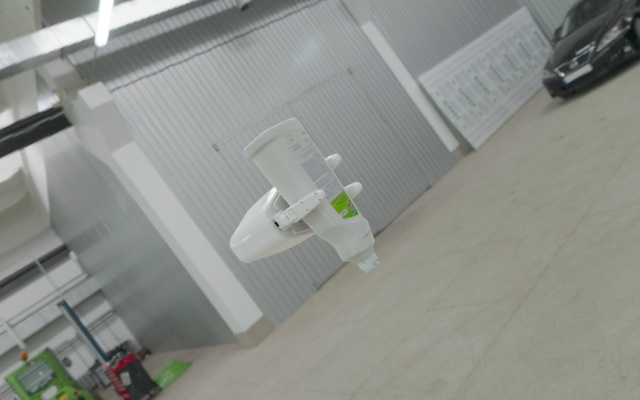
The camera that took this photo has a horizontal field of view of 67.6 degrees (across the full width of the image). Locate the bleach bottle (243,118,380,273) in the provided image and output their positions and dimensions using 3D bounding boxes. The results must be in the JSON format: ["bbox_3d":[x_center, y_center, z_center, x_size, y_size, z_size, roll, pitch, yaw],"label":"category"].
[{"bbox_3d":[0.000,0.002,0.701,0.068,0.251,0.102,-34,3,36],"label":"bleach bottle"}]
